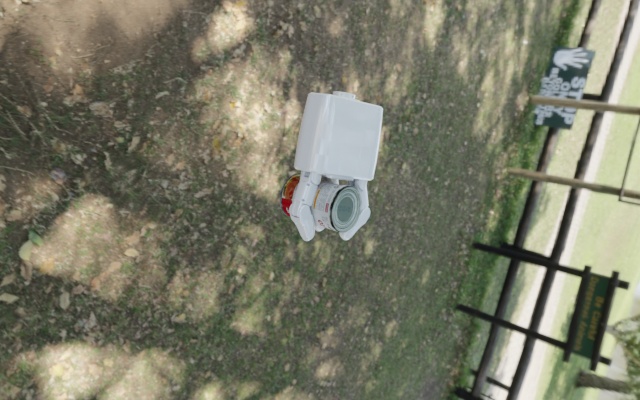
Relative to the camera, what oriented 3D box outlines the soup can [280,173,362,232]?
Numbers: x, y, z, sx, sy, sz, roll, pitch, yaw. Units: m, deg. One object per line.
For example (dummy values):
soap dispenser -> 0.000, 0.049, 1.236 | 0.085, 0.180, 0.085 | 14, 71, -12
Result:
soup can -> 0.000, 0.003, 0.689 | 0.102, 0.068, 0.068 | 15, 10, 40
